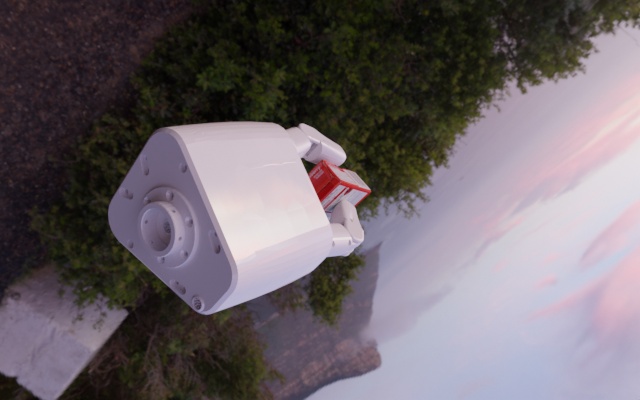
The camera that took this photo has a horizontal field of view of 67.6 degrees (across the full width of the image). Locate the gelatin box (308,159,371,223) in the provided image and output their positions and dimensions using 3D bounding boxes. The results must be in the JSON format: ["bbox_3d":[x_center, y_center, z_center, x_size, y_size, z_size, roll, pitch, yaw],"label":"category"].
[{"bbox_3d":[0.000,0.002,0.446,0.073,0.030,0.089,-44,-19,15],"label":"gelatin box"}]
